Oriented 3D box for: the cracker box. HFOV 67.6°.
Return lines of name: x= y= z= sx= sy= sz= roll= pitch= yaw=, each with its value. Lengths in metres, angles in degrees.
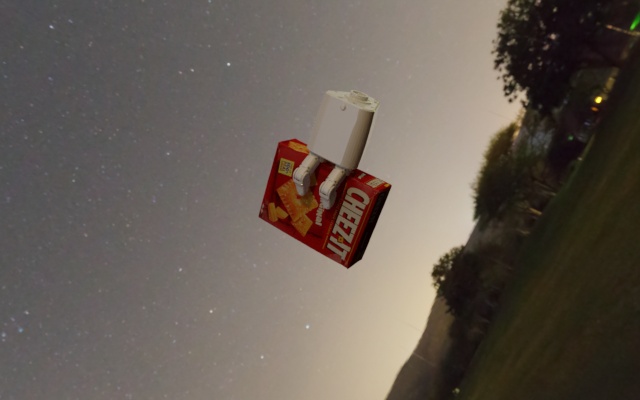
cracker box: x=0.000 y=0.003 z=0.886 sx=0.213 sy=0.164 sz=0.072 roll=28 pitch=25 yaw=21
